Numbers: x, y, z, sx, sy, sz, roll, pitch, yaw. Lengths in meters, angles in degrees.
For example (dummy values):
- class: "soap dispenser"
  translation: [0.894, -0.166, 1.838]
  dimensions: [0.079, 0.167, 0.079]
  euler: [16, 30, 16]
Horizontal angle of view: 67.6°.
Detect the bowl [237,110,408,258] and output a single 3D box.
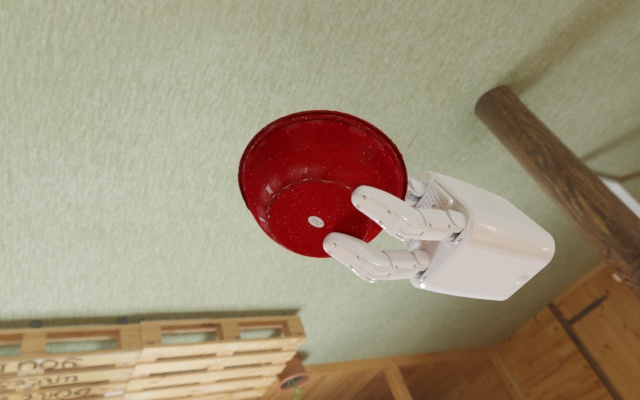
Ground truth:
- class: "bowl"
  translation: [-0.001, 0.001, 0.435]
  dimensions: [0.162, 0.162, 0.055]
  euler: [0, 39, 5]
